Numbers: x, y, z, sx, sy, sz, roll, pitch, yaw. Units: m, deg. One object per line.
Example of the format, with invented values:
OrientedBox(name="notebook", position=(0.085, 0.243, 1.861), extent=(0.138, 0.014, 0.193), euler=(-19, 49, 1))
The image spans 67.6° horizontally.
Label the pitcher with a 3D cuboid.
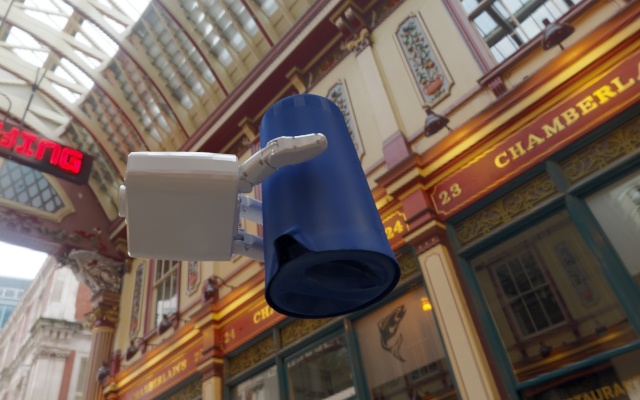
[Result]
OrientedBox(name="pitcher", position=(0.000, 0.002, 0.537), extent=(0.145, 0.242, 0.149), euler=(0, -40, -14))
